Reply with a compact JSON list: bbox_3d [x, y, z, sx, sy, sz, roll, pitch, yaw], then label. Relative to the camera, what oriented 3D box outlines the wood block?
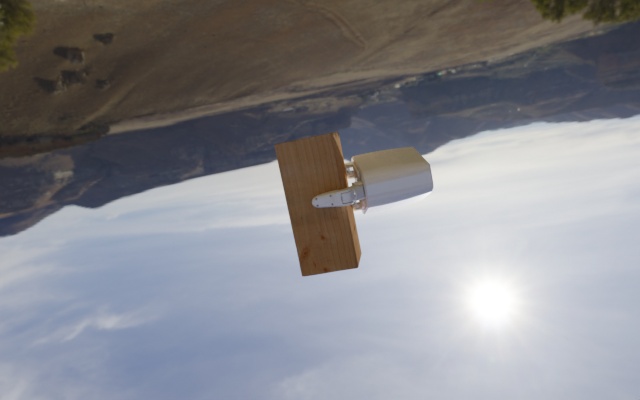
[{"bbox_3d":[0.000,0.003,0.751,0.090,0.206,0.091,-10,7,10],"label":"wood block"}]
